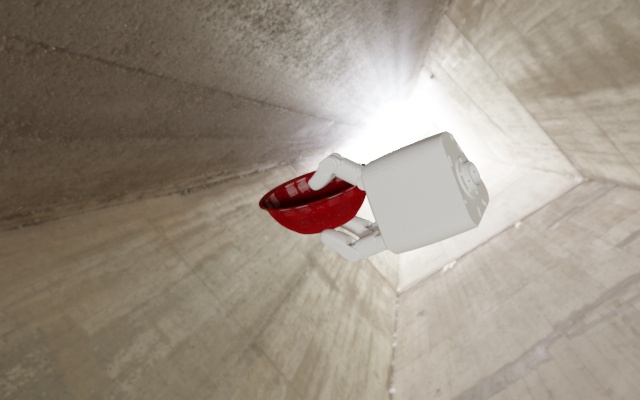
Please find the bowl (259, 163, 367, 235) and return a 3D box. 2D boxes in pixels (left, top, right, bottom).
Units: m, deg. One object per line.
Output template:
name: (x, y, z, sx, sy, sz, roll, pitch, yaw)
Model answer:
bowl: (-0.001, 0.003, 0.654, 0.162, 0.055, 0.162, -16, 17, 5)
